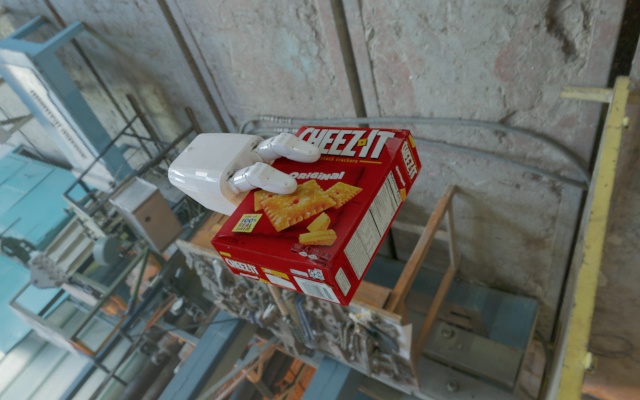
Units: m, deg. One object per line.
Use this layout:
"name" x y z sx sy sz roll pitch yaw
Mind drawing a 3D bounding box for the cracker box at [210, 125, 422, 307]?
"cracker box" 0.000 0.002 0.562 0.164 0.213 0.072 9 -39 34
